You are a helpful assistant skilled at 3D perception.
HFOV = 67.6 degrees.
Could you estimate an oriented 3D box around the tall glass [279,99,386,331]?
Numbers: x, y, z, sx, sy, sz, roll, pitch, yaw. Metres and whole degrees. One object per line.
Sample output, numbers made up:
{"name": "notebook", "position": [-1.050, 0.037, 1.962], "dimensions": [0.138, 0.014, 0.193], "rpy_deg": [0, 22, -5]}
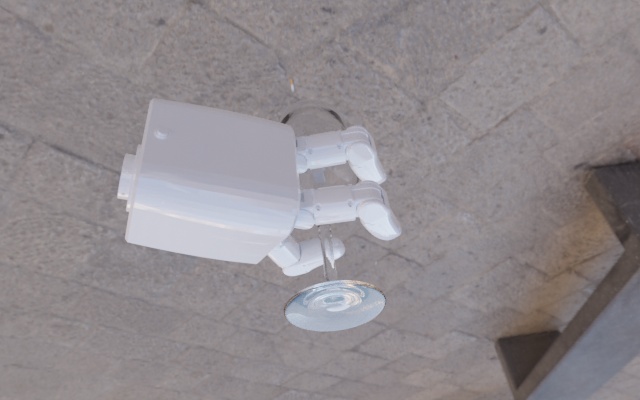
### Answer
{"name": "tall glass", "position": [0.000, 0.002, 0.405], "dimensions": [0.079, 0.200, 0.079], "rpy_deg": [-4, -39, -4]}
